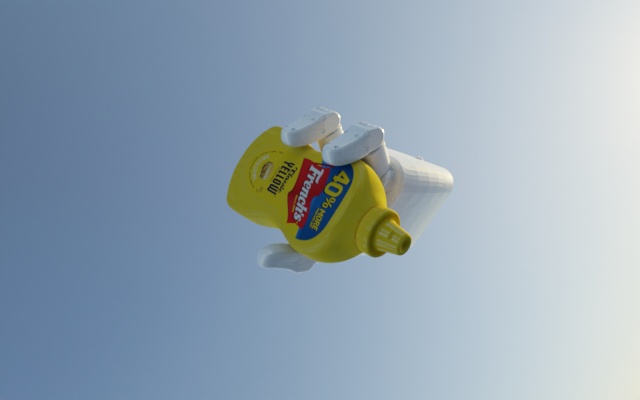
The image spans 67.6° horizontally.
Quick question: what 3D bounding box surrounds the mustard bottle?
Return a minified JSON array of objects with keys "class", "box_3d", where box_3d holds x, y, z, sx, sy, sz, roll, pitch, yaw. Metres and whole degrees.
[{"class":"mustard bottle","box_3d":[0.000,0.001,0.425,0.191,0.096,0.058,27,-8,40]}]
